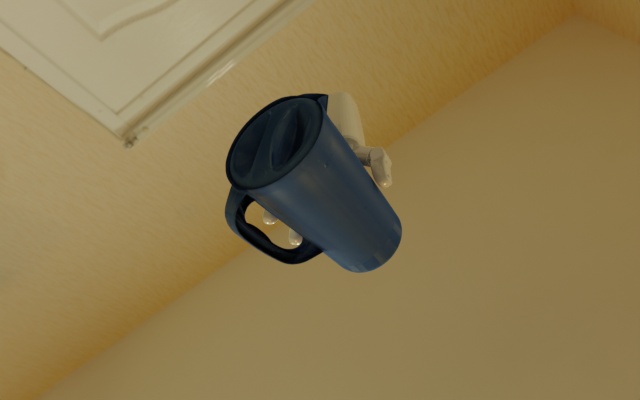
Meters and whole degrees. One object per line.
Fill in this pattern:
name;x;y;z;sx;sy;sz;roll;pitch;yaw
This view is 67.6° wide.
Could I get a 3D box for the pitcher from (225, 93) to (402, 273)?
pitcher;0.000;0.002;0.597;0.149;0.145;0.243;-24;-45;21
